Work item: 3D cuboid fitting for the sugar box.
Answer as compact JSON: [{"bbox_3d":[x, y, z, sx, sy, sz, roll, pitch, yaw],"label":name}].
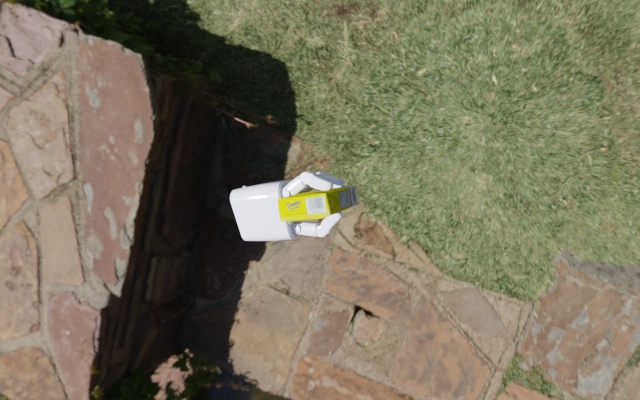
[{"bbox_3d":[0.000,0.002,0.880,0.093,0.048,0.176,-6,6,20],"label":"sugar box"}]
